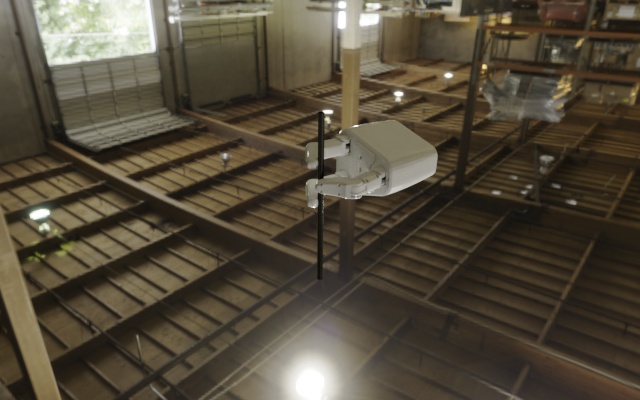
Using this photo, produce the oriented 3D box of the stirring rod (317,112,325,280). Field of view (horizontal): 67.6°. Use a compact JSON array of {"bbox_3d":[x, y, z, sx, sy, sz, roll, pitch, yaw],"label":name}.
[{"bbox_3d":[0.000,0.002,0.631,0.011,0.240,0.011,0,25,0],"label":"stirring rod"}]
